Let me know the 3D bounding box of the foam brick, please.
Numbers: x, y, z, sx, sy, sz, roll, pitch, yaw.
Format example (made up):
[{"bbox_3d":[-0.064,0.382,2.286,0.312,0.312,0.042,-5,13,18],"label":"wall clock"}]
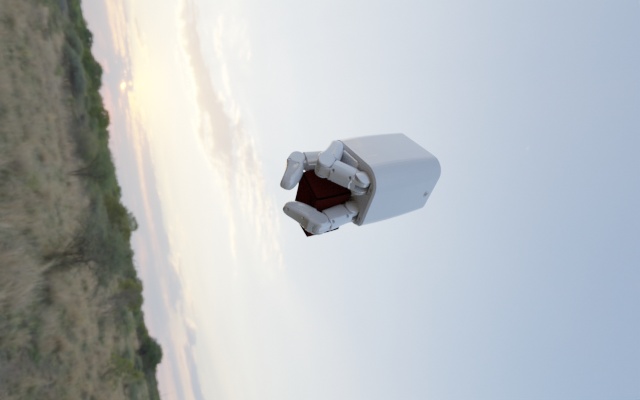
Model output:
[{"bbox_3d":[0.000,0.002,0.636,0.051,0.053,0.078,-13,-36,-25],"label":"foam brick"}]
